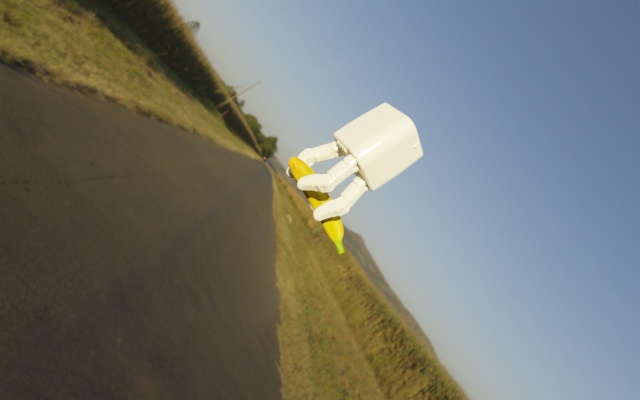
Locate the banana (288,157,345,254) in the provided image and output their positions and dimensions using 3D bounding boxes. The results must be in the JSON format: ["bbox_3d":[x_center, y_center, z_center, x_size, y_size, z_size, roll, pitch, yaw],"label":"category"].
[{"bbox_3d":[-0.002,-0.002,0.815,0.037,0.198,0.069,-30,25,0],"label":"banana"}]
